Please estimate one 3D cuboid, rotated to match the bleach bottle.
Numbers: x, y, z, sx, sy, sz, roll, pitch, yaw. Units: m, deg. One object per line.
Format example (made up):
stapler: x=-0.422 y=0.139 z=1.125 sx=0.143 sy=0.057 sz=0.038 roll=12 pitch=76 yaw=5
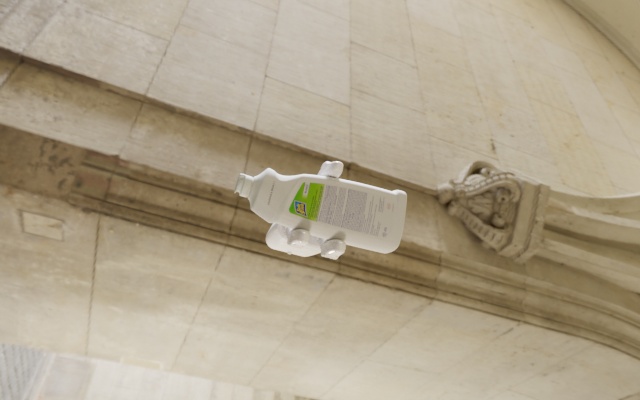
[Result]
bleach bottle: x=0.000 y=0.002 z=0.708 sx=0.251 sy=0.102 sz=0.068 roll=17 pitch=-20 yaw=-15
